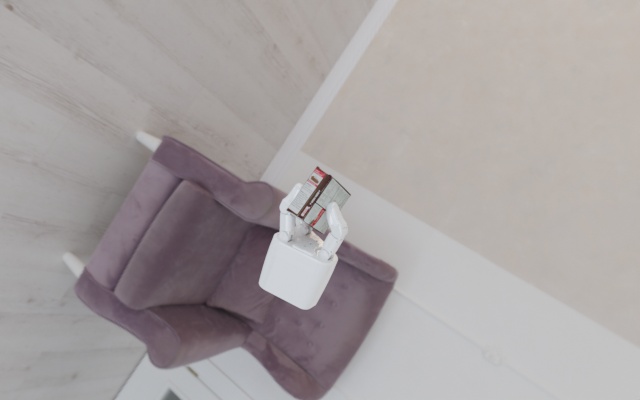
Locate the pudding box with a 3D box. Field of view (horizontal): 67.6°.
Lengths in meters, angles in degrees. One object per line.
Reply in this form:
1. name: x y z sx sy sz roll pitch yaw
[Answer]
1. pudding box: 0.000 0.003 0.813 0.039 0.090 0.113 33 -3 23
